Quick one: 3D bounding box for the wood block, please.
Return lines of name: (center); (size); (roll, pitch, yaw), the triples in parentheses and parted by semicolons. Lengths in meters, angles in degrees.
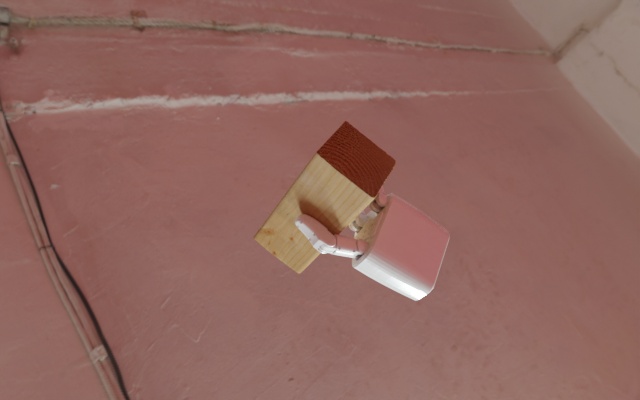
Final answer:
wood block: (0.000, 0.003, 0.663); (0.206, 0.090, 0.090); (-50, 2, 44)
